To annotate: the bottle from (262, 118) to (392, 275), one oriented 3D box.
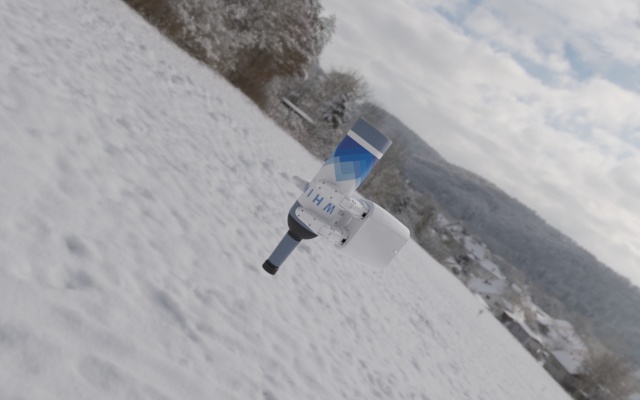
[{"bbox_3d":[0.000,0.002,0.785,0.069,0.296,0.069,37,9,-7],"label":"bottle"}]
